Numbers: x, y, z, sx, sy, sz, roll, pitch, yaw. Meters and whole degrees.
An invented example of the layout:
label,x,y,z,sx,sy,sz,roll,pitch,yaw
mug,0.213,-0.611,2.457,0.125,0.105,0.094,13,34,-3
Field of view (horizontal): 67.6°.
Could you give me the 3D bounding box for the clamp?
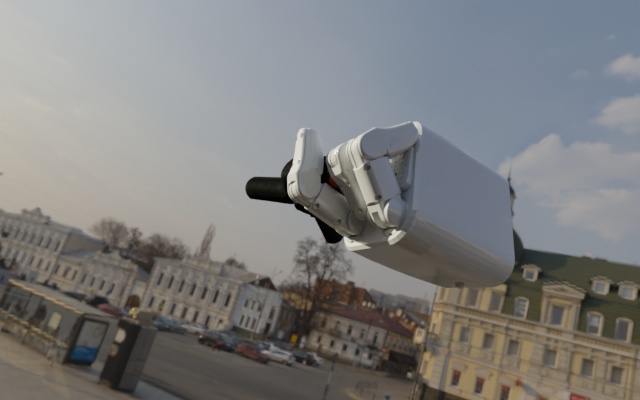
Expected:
label,x,y,z,sx,sy,sz,roll,pitch,yaw
clamp,0.000,0.001,0.465,0.120,0.039,0.171,28,-17,-19
